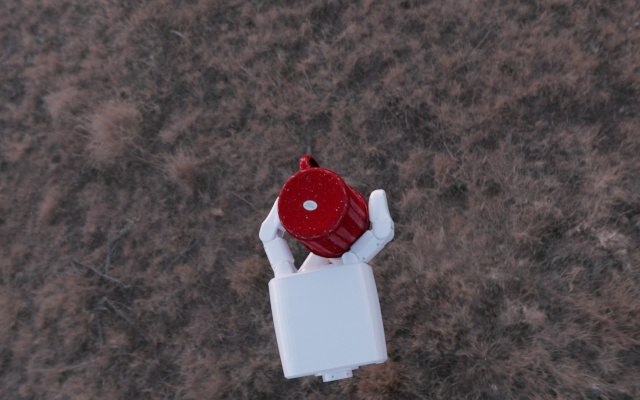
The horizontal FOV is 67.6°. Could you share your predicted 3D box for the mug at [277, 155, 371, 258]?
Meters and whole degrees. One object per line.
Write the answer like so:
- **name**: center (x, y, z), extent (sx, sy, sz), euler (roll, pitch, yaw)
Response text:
- **mug**: center (0.000, 0.000, 0.538), extent (0.093, 0.117, 0.081), euler (-18, -20, 13)
